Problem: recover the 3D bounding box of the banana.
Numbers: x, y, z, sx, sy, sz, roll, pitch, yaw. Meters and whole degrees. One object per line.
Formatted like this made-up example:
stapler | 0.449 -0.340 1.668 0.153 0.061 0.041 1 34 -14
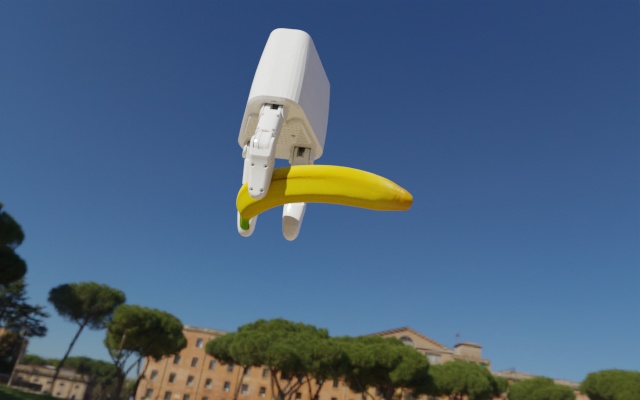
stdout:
banana | -0.011 -0.008 0.479 0.198 0.037 0.070 -6 -34 25
